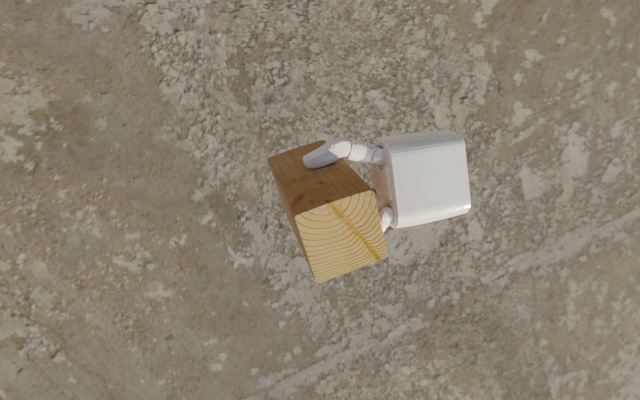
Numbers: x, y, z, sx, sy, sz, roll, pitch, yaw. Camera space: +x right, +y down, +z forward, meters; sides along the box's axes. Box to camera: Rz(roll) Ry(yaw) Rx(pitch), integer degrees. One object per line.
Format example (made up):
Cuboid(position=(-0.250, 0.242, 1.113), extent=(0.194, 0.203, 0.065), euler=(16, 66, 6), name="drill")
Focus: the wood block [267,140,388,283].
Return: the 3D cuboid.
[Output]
Cuboid(position=(0.000, 0.002, 0.605), extent=(0.090, 0.091, 0.206), euler=(-19, 25, -7), name="wood block")
